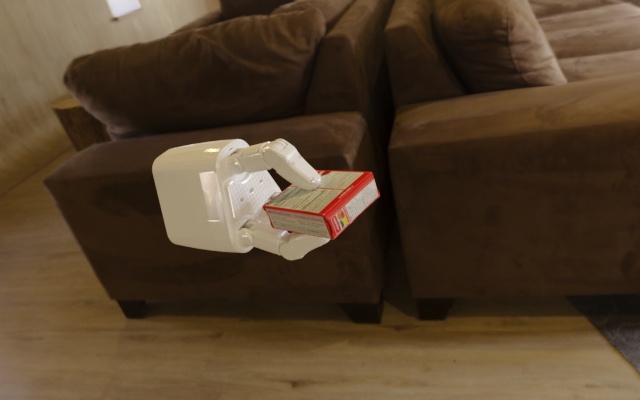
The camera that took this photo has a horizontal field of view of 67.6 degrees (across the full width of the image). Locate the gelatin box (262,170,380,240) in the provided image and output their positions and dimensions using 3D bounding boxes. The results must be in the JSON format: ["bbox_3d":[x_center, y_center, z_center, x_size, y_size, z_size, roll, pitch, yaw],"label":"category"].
[{"bbox_3d":[0.000,0.001,0.458,0.089,0.030,0.073,5,36,46],"label":"gelatin box"}]
